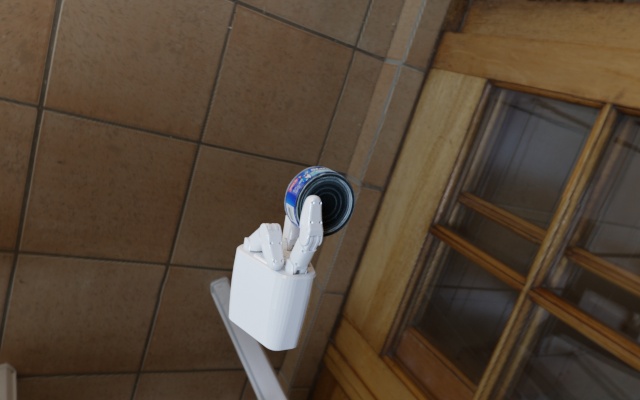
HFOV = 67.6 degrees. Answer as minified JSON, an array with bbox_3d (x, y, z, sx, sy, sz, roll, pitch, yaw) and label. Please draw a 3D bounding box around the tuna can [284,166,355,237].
[{"bbox_3d":[0.000,0.002,0.599,0.086,0.086,0.033,0,15,-29],"label":"tuna can"}]
